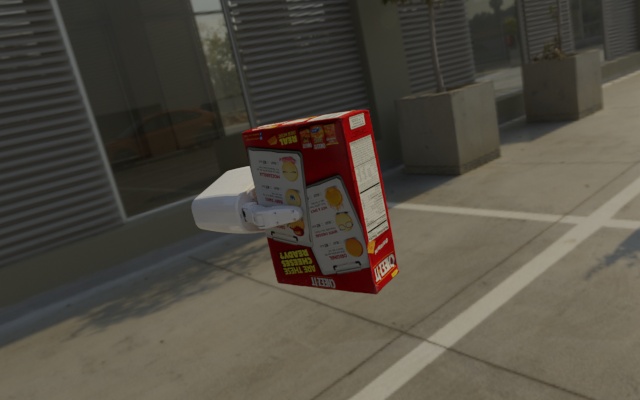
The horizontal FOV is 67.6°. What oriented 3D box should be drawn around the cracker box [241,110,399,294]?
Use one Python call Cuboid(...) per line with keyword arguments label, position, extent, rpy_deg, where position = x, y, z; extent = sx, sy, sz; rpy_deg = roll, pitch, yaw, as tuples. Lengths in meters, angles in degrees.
Cuboid(label="cracker box", position=(0.000, 0.002, 0.609), extent=(0.164, 0.214, 0.072), rpy_deg=(-2, 17, 39))
